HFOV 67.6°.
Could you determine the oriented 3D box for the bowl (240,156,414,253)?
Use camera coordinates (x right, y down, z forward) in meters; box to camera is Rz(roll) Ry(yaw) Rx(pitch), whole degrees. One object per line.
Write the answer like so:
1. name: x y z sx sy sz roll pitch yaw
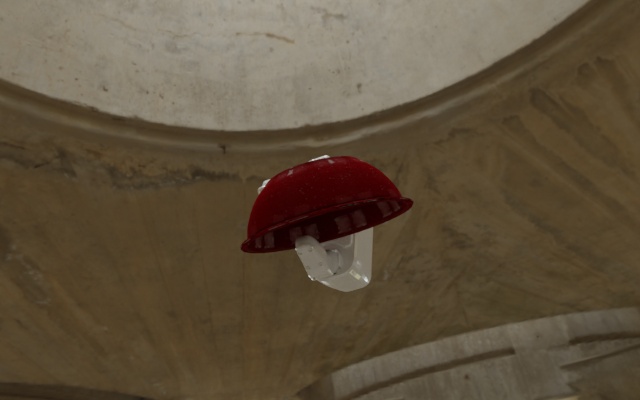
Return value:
1. bowl: 0.000 0.001 0.441 0.162 0.055 0.162 -14 -12 -3
